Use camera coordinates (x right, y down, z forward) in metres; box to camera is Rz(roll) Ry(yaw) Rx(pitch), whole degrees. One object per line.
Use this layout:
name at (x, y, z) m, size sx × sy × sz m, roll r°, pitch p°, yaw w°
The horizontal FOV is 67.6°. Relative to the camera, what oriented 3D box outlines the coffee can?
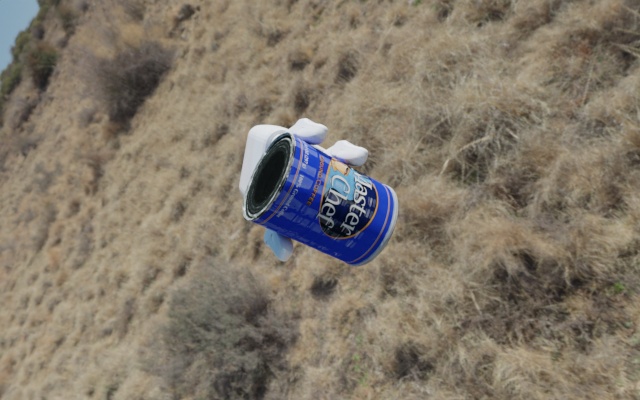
coffee can at (0.000, 0.002, 0.529) m, size 0.140 × 0.103 × 0.103 m, roll 26°, pitch -12°, yaw -25°
